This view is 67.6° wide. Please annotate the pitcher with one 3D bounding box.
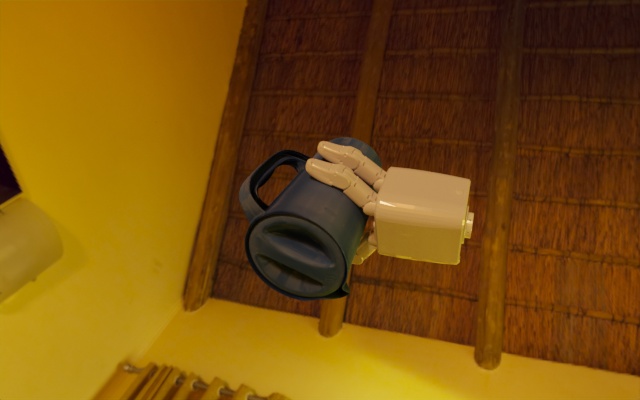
[{"bbox_3d":[0.000,0.002,0.651,0.145,0.149,0.242,9,35,17],"label":"pitcher"}]
